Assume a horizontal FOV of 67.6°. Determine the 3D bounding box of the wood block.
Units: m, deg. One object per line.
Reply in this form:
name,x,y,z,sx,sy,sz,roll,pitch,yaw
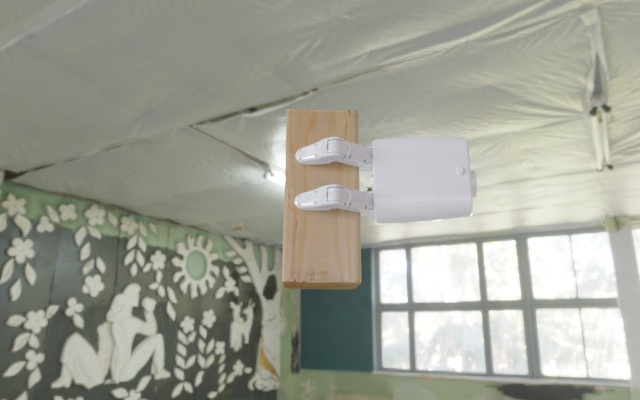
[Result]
wood block,0.000,0.002,0.588,0.090,0.206,0.091,1,-16,-1
